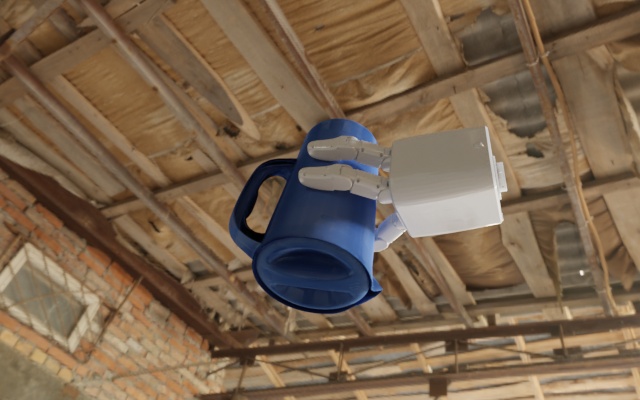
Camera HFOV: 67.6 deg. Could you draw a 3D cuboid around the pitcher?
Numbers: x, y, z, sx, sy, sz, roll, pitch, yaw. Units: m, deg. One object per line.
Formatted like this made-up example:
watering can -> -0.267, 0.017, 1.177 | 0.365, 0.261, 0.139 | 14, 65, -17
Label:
pitcher -> 0.000, 0.002, 0.593 | 0.145, 0.149, 0.242 | -10, 40, 22
